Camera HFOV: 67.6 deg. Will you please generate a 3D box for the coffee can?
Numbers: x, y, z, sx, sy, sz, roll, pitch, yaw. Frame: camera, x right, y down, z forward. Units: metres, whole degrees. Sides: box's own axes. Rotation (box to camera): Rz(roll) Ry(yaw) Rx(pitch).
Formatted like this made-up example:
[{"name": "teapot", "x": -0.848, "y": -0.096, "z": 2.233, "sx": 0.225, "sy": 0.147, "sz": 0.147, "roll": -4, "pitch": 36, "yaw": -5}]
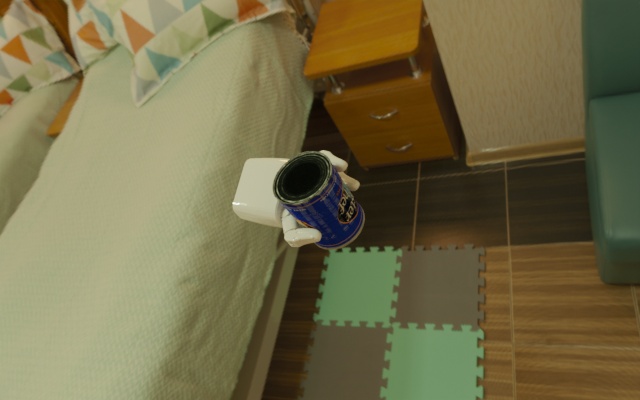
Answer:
[{"name": "coffee can", "x": 0.000, "y": 0.003, "z": 0.780, "sx": 0.103, "sy": 0.102, "sz": 0.140, "roll": 0, "pitch": -34, "yaw": 30}]
